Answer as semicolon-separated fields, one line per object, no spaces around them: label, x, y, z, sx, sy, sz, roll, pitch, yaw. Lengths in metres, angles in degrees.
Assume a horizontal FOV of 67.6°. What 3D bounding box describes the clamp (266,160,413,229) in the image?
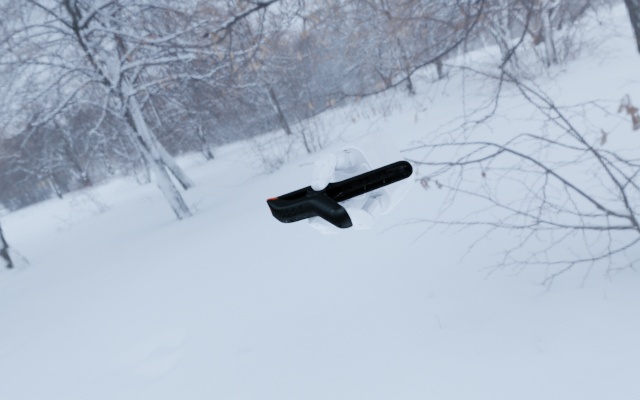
clamp;-0.001;0.001;0.628;0.210;0.036;0.164;-11;17;35
